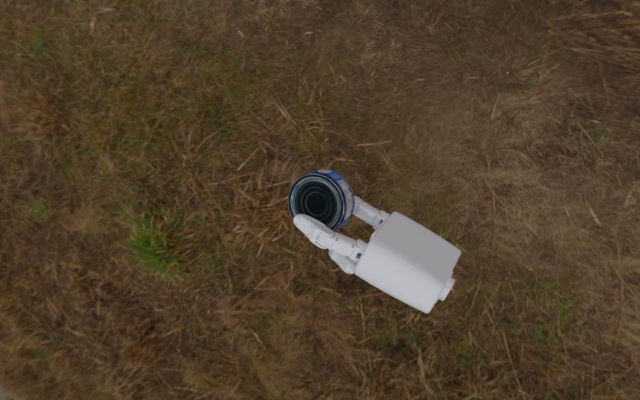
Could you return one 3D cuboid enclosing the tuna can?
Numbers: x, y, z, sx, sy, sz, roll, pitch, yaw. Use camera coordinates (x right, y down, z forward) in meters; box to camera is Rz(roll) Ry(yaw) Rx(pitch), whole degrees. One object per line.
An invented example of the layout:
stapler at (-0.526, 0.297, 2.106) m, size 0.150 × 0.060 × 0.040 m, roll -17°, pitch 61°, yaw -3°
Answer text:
tuna can at (0.000, 0.002, 0.636) m, size 0.086 × 0.086 × 0.033 m, roll 0°, pitch 11°, yaw 26°
